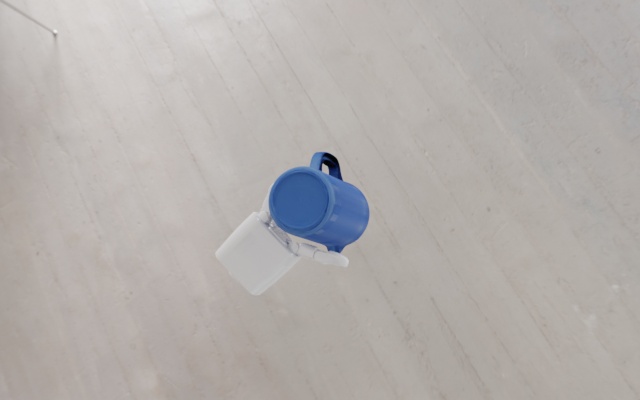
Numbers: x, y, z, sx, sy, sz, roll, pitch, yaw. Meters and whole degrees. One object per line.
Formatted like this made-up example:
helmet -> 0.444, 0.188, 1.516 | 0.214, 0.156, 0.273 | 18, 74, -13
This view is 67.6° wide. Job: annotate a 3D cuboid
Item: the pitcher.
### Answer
pitcher -> 0.000, 0.003, 0.834 | 0.145, 0.149, 0.243 | -45, -16, 6
